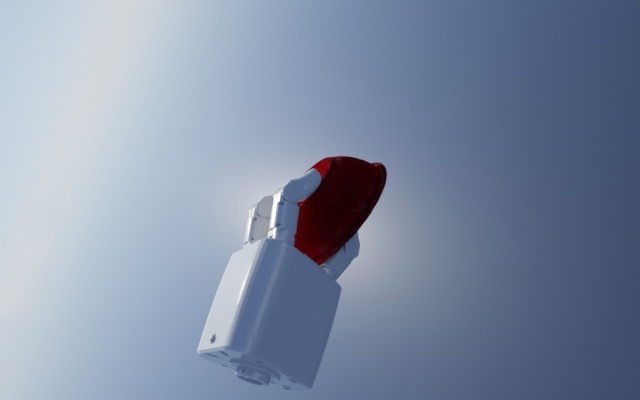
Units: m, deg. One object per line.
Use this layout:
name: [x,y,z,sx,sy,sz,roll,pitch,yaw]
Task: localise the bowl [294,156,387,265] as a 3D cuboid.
bowl: [0.000,0.001,0.553,0.055,0.162,0.162,41,-14,-16]
